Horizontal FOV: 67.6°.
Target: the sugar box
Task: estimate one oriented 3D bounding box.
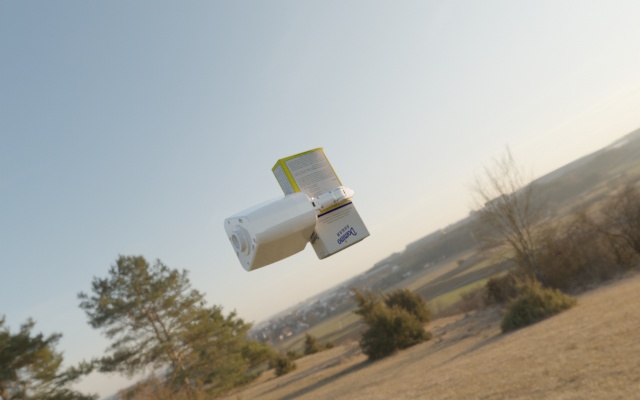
[{"bbox_3d":[0.000,0.003,0.797,0.093,0.176,0.048,-21,-10,-33],"label":"sugar box"}]
